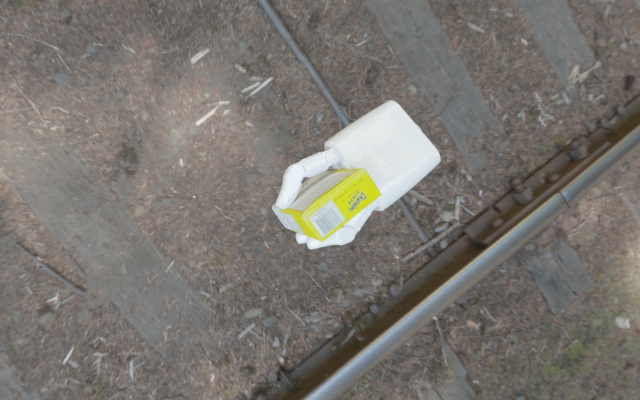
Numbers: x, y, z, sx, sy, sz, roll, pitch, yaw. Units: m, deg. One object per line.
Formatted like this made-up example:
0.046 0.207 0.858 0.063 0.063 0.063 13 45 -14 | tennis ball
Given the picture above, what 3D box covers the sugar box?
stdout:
0.001 0.002 0.614 0.093 0.048 0.176 -37 9 -12 | sugar box
